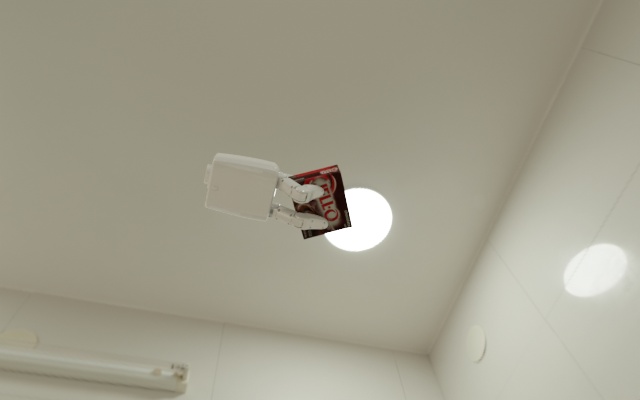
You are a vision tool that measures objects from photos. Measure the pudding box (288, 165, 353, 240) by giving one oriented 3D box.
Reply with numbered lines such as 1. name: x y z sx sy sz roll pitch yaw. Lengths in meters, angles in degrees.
1. pudding box: 0.000 0.003 0.821 0.090 0.113 0.039 -14 28 1
